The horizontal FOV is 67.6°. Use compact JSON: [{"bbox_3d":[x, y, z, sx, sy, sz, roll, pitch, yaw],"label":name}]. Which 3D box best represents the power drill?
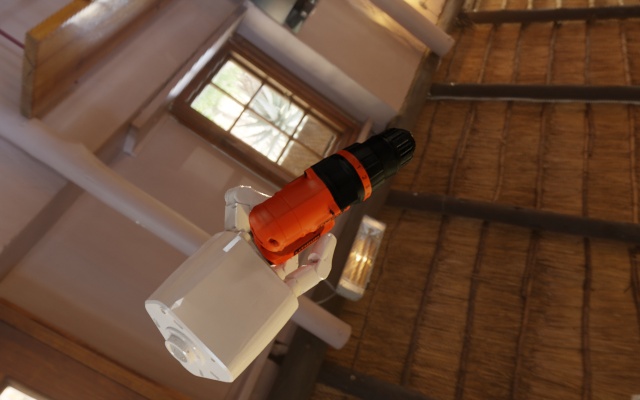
[{"bbox_3d":[0.000,0.002,0.509,0.184,0.057,0.188,-31,-8,-20],"label":"power drill"}]
